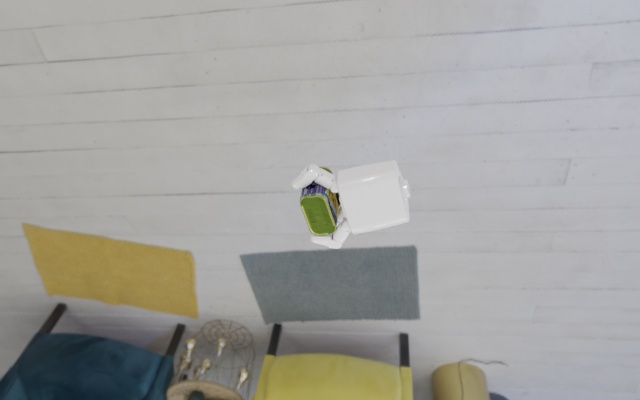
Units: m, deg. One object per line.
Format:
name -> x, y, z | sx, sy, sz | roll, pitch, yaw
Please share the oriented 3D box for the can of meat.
can of meat -> 0.000, 0.003, 0.888 | 0.057, 0.102, 0.084 | -9, 37, 14
